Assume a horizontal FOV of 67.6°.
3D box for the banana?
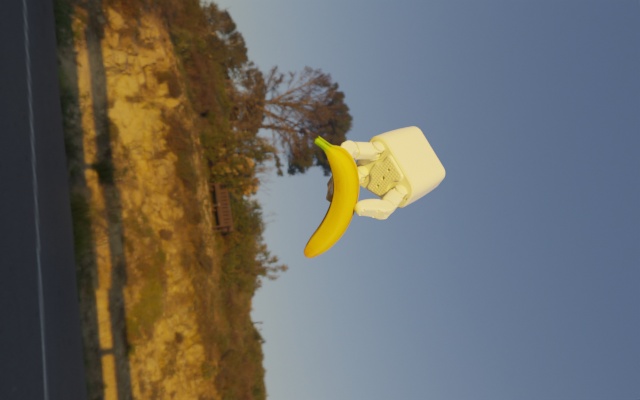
[{"bbox_3d":[0.018,0.003,0.688,0.069,0.198,0.037,12,28,11],"label":"banana"}]
